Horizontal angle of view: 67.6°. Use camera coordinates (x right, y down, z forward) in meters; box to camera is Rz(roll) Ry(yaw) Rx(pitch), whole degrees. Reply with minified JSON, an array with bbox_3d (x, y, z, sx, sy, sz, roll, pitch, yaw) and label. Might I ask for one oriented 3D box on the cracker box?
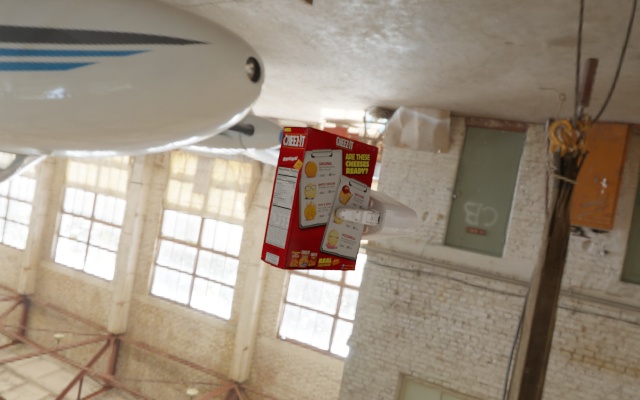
[{"bbox_3d":[0.000,0.003,0.767,0.164,0.213,0.072,9,2,-44],"label":"cracker box"}]
